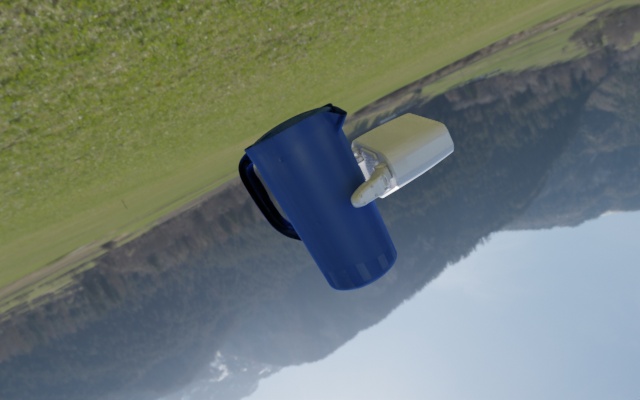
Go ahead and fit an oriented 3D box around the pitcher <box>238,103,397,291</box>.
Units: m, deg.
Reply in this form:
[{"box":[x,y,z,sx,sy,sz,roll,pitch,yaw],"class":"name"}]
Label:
[{"box":[0.000,0.002,0.666,0.145,0.243,0.149,-31,12,-16],"class":"pitcher"}]
